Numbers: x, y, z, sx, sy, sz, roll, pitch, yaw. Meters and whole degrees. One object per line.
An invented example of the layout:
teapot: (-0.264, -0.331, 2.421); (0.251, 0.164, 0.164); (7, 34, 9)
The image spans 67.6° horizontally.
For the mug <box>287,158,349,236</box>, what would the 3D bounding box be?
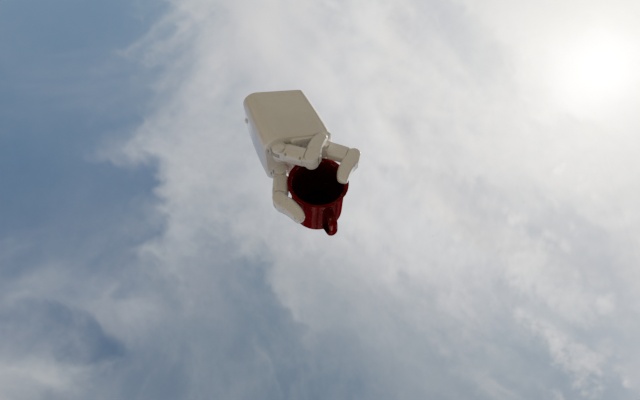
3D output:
mug: (0.001, 0.004, 0.742); (0.093, 0.117, 0.082); (-19, -30, -14)
